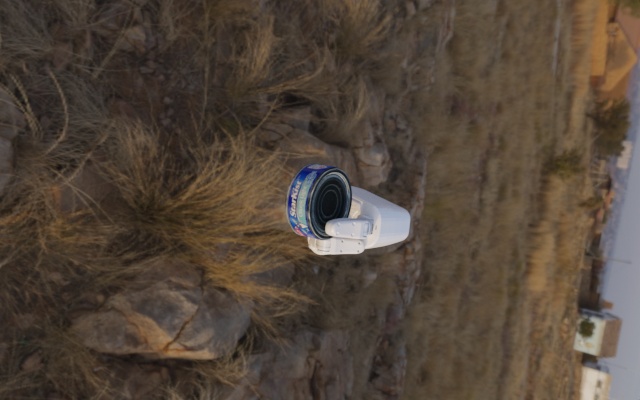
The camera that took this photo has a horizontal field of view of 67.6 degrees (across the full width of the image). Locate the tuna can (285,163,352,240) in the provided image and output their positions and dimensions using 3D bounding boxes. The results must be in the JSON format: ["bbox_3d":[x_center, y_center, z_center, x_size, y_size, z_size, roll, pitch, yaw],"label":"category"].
[{"bbox_3d":[0.001,0.002,0.548,0.033,0.086,0.086,11,7,36],"label":"tuna can"}]
